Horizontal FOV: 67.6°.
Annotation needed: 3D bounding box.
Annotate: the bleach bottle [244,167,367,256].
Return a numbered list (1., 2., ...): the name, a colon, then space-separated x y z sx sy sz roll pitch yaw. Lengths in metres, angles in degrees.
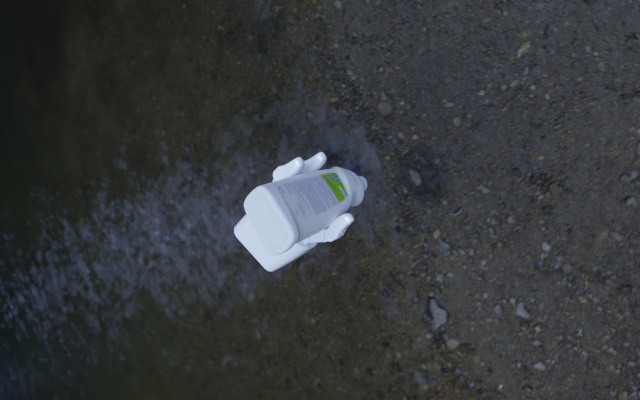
1. bleach bottle: 0.000 0.002 0.761 0.251 0.102 0.068 -18 -16 -50
